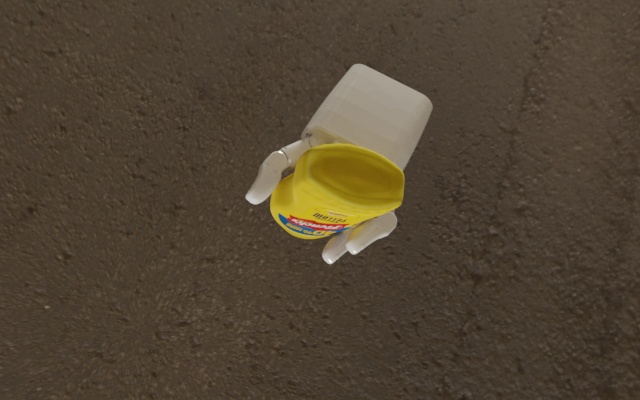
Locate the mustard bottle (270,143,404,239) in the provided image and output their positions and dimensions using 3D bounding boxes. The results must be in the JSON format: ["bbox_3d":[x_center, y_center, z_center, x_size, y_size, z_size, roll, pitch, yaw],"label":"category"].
[{"bbox_3d":[0.000,0.002,0.493,0.096,0.058,0.192,11,-18,-18],"label":"mustard bottle"}]
